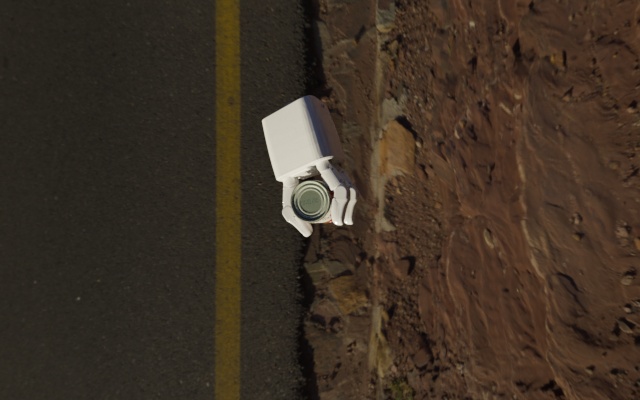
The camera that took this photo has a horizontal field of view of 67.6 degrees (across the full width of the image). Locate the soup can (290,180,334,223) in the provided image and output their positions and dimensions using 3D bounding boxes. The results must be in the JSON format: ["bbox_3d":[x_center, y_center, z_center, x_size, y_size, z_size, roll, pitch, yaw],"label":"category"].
[{"bbox_3d":[0.000,0.003,0.775,0.068,0.068,0.102,0,-2,19],"label":"soup can"}]
